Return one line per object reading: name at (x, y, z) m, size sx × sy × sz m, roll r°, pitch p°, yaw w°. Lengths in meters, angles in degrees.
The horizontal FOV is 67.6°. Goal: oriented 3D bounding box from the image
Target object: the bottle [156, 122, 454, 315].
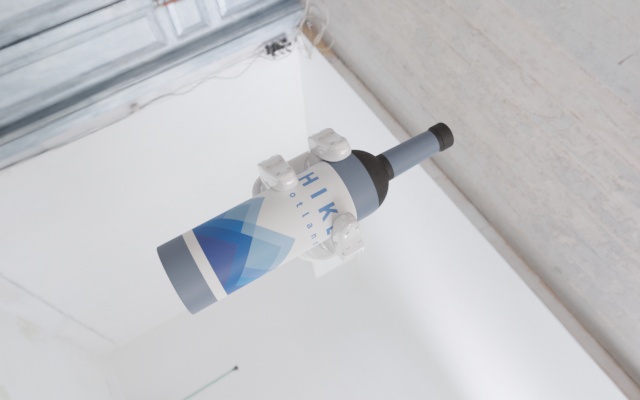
bottle at (0.000, 0.002, 0.446) m, size 0.295 × 0.069 × 0.069 m, roll -28°, pitch 7°, yaw -13°
